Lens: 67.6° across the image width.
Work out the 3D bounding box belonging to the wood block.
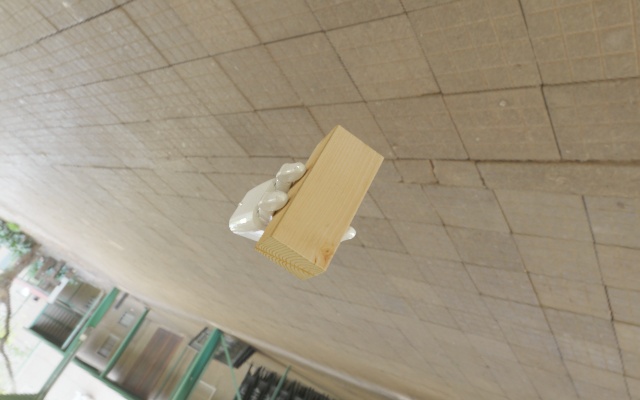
[{"bbox_3d":[0.000,0.003,0.710,0.091,0.206,0.090,34,-26,-10],"label":"wood block"}]
